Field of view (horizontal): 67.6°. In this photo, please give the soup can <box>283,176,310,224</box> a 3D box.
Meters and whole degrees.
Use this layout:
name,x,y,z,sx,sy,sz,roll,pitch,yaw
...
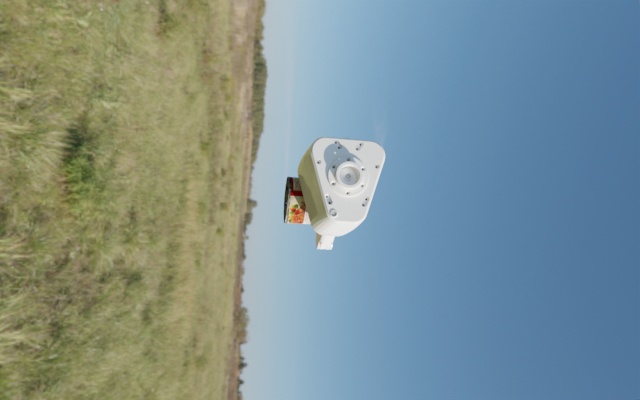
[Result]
name,x,y,z,sx,sy,sz,roll,pitch,yaw
soup can,0.000,0.002,0.694,0.102,0.068,0.068,4,-1,-8
